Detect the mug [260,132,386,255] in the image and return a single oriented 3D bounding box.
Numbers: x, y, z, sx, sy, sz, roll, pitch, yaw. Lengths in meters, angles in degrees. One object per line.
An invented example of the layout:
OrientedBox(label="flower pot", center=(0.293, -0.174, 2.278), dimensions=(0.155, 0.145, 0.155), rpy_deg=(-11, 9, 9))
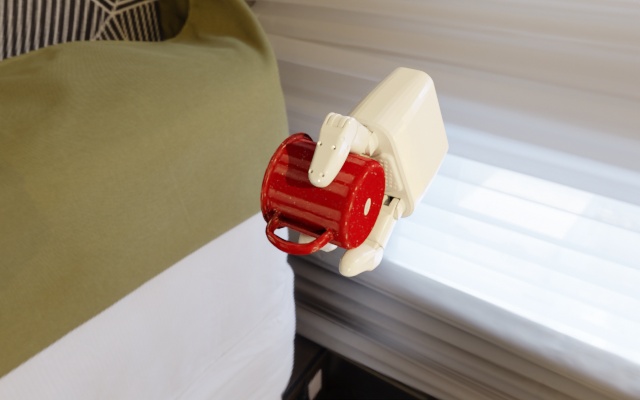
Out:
OrientedBox(label="mug", center=(-0.001, 0.002, 0.419), dimensions=(0.081, 0.093, 0.117), rpy_deg=(19, 49, 25))
